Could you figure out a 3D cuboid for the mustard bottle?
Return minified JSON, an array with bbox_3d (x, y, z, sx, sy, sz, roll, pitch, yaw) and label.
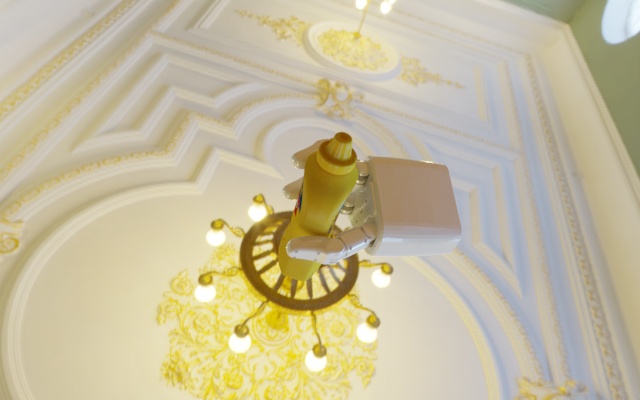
[{"bbox_3d":[0.000,0.002,0.535,0.058,0.096,0.192,21,-45,0],"label":"mustard bottle"}]
